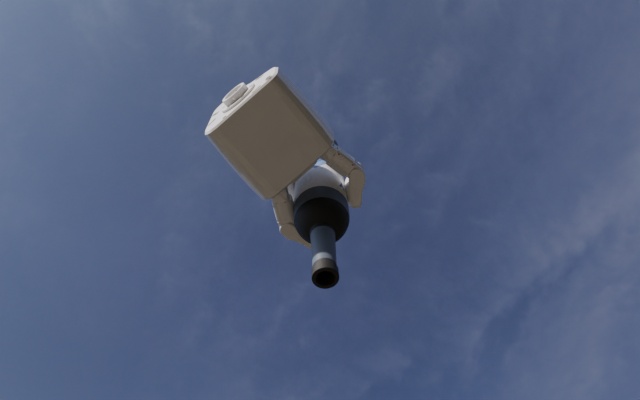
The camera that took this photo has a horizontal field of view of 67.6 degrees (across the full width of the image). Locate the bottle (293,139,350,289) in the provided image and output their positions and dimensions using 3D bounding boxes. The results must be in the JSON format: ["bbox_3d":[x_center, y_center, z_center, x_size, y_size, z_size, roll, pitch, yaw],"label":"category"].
[{"bbox_3d":[0.000,0.002,0.595,0.069,0.069,0.295,0,31,-2],"label":"bottle"}]
